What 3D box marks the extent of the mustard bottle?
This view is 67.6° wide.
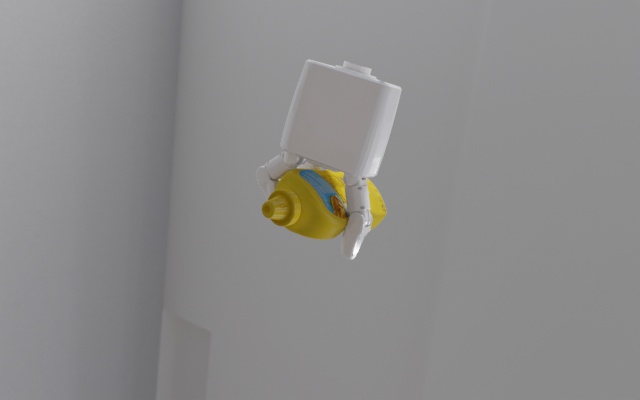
[{"bbox_3d":[0.000,0.002,0.579,0.191,0.096,0.058,-7,-36,-54],"label":"mustard bottle"}]
